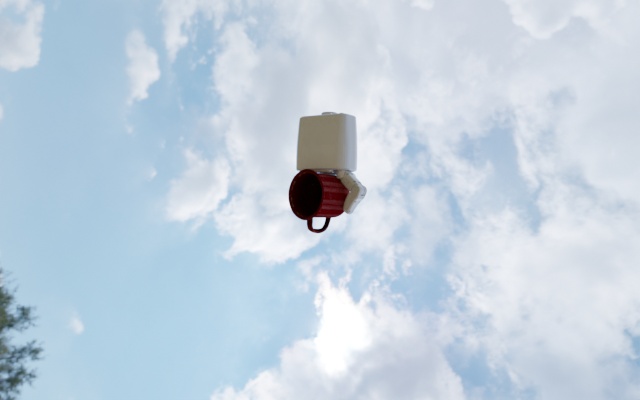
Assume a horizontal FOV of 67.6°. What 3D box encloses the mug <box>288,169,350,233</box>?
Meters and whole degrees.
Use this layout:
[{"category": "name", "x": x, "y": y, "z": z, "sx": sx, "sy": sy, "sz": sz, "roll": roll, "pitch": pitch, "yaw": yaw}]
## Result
[{"category": "mug", "x": 0.000, "y": 0.004, "z": 0.888, "sx": 0.093, "sy": 0.117, "sz": 0.081, "roll": 1, "pitch": -2, "yaw": 44}]
